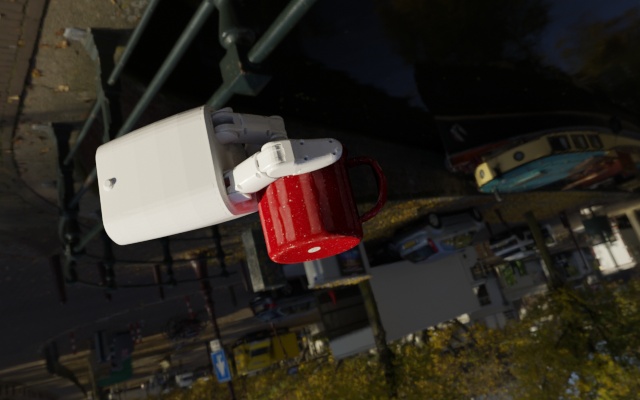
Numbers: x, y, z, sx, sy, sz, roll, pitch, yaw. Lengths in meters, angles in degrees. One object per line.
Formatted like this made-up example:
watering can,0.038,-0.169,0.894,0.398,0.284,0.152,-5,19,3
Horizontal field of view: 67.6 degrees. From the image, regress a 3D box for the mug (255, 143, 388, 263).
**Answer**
mug,0.001,0.001,0.406,0.117,0.081,0.093,-17,-17,10
